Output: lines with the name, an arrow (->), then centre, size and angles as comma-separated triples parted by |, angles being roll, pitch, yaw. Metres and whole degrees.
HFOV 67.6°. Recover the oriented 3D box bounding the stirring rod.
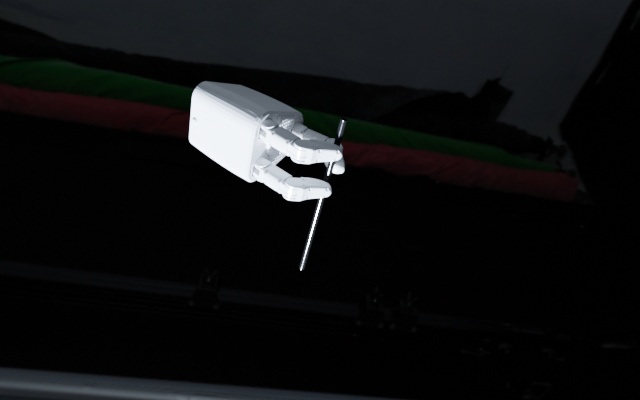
stirring rod -> 0.000, 0.002, 0.615 | 0.011, 0.240, 0.011 | 10, 36, -8
